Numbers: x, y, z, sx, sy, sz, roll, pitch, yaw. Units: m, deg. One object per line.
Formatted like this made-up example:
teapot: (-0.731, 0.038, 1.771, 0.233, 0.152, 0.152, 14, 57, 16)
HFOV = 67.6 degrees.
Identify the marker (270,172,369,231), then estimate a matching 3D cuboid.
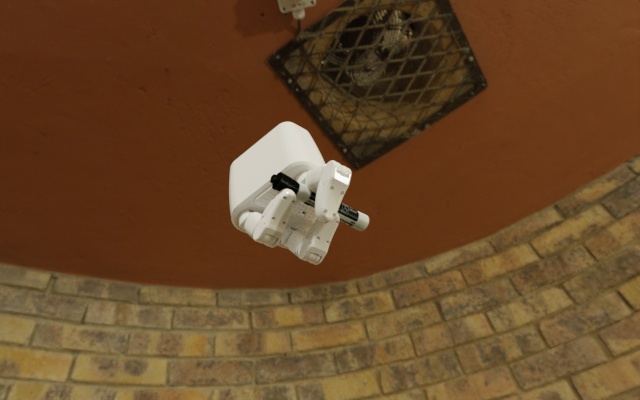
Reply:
marker: (0.000, 0.002, 0.496, 0.121, 0.020, 0.020, 26, -13, -29)
